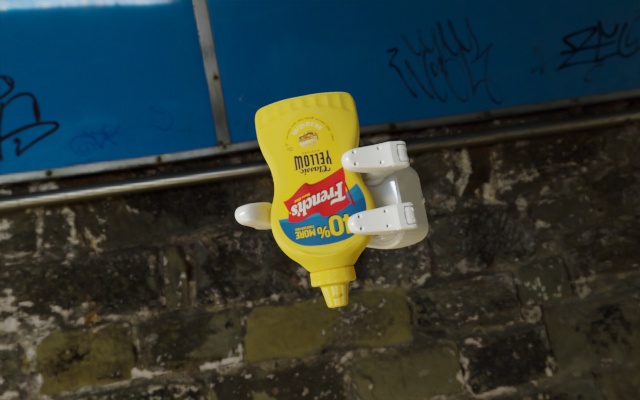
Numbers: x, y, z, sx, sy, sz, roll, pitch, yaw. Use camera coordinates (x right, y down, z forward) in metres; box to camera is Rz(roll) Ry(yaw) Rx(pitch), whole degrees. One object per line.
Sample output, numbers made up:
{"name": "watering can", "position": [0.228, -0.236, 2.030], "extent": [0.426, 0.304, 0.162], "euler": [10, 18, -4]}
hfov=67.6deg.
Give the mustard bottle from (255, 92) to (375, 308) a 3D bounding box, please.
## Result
{"name": "mustard bottle", "position": [0.000, 0.001, 0.442], "extent": [0.096, 0.191, 0.058], "euler": [-10, -9, 2]}
